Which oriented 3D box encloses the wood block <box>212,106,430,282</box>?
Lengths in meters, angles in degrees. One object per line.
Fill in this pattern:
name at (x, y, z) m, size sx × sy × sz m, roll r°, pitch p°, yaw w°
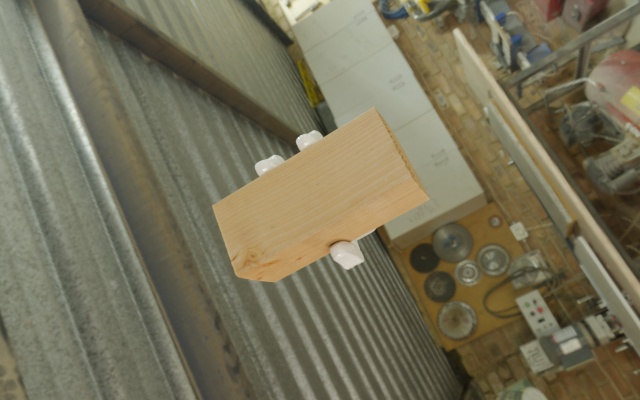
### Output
wood block at (0.000, 0.002, 0.521) m, size 0.206 × 0.090 × 0.090 m, roll -30°, pitch -23°, yaw 14°
